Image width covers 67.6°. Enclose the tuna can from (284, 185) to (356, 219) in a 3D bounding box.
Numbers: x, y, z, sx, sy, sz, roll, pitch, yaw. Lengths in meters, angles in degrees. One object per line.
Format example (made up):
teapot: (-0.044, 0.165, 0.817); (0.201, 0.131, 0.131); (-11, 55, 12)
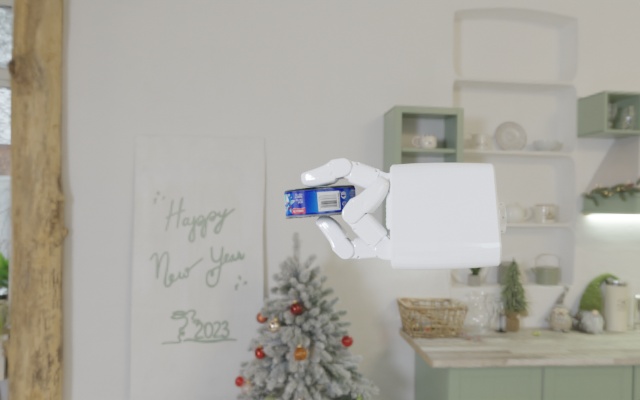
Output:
tuna can: (0.000, 0.001, 0.562); (0.086, 0.034, 0.086); (-5, -1, 0)
